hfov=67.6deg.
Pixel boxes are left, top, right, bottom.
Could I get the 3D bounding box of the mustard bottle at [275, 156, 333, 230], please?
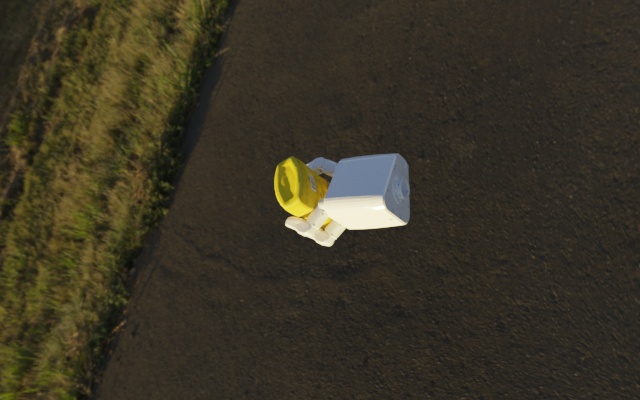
[{"bbox_3d":[0.000,0.003,0.837,0.058,0.096,0.192,-28,-35,23],"label":"mustard bottle"}]
